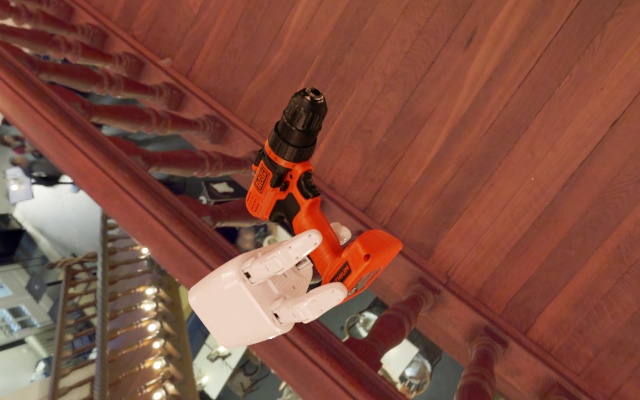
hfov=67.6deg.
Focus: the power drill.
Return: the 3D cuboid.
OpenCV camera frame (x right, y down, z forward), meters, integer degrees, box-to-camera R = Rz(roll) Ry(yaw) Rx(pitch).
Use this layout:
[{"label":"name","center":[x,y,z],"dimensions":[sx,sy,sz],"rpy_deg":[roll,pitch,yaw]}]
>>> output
[{"label":"power drill","center":[0.000,0.002,0.504],"dimensions":[0.057,0.187,0.184],"rpy_deg":[-18,-29,-37]}]
